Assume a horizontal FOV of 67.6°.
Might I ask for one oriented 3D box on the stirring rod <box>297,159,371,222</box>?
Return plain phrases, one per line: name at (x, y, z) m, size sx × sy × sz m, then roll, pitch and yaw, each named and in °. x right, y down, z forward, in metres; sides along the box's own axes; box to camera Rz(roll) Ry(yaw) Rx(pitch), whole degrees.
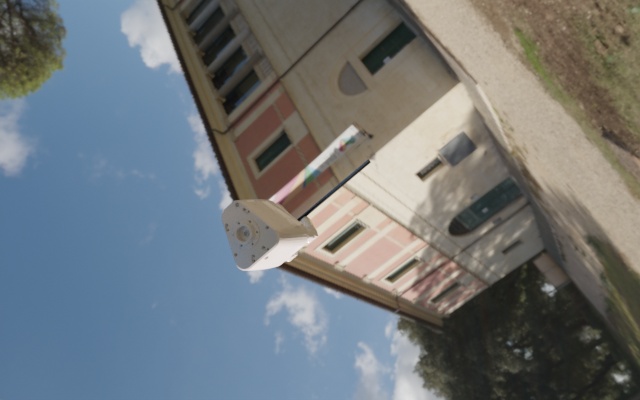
stirring rod at (0.000, 0.003, 0.894) m, size 0.239 × 0.011 × 0.011 m, roll -40°, pitch -13°, yaw 16°
